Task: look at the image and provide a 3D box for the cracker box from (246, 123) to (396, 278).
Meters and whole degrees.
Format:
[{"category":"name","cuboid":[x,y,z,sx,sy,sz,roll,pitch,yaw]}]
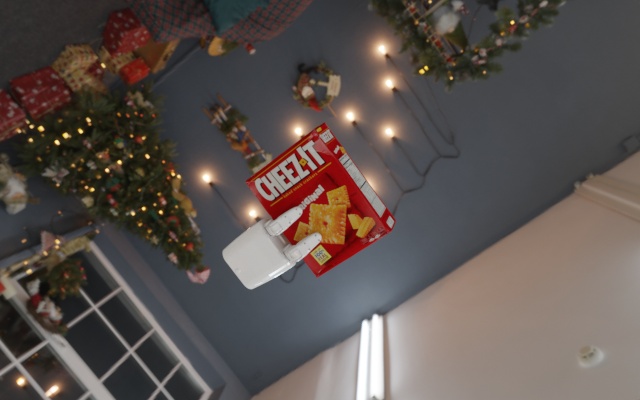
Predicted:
[{"category":"cracker box","cuboid":[0.000,0.003,0.824,0.164,0.214,0.072,-34,6,23]}]
